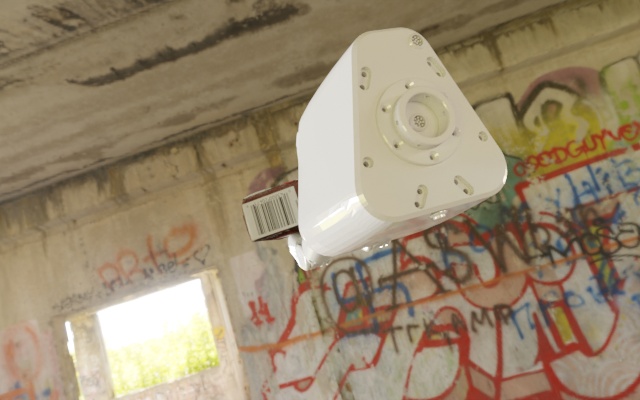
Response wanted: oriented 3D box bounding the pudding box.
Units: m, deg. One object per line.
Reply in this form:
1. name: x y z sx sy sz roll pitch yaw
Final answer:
1. pudding box: 0.000 0.001 0.407 0.113 0.039 0.090 -17 -7 9
